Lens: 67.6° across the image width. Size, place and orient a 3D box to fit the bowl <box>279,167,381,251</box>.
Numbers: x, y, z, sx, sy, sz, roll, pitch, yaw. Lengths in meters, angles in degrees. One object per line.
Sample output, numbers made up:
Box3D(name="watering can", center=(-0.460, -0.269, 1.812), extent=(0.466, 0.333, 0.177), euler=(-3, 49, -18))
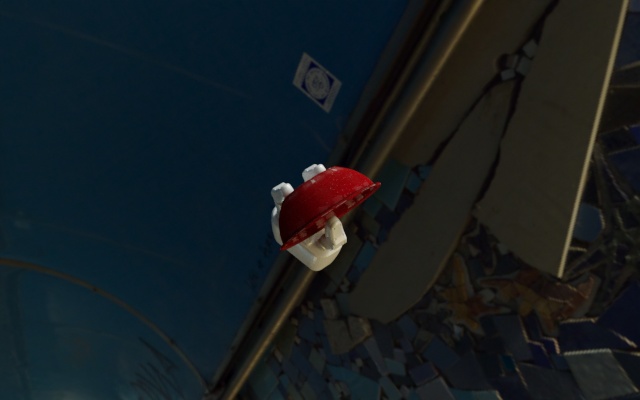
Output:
Box3D(name="bowl", center=(0.000, 0.001, 0.646), extent=(0.162, 0.055, 0.162), euler=(-33, -7, -4))
